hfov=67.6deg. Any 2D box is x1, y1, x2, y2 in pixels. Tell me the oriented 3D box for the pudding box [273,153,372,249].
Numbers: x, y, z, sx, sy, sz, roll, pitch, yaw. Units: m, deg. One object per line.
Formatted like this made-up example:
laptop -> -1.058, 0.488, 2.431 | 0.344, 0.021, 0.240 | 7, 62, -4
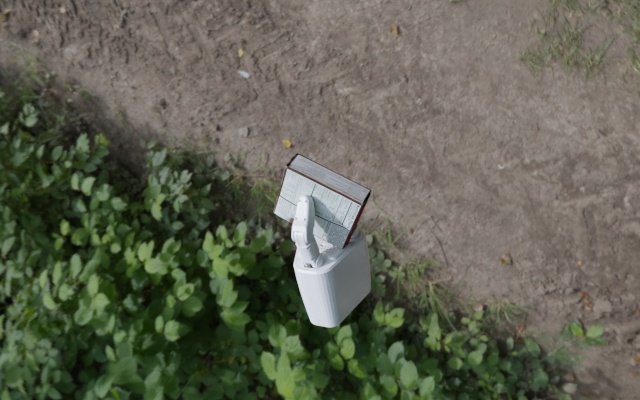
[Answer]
pudding box -> 0.000, 0.002, 0.630 | 0.113, 0.090, 0.039 | 26, 41, 6
